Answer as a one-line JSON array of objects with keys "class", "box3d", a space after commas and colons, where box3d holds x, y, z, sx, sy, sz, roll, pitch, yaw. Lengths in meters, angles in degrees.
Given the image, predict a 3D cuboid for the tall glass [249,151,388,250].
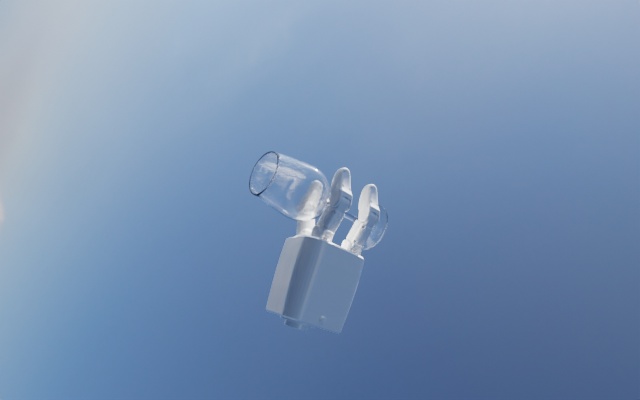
[{"class": "tall glass", "box3d": [0.001, 0.002, 0.662, 0.201, 0.079, 0.079, 28, -17, -34]}]
